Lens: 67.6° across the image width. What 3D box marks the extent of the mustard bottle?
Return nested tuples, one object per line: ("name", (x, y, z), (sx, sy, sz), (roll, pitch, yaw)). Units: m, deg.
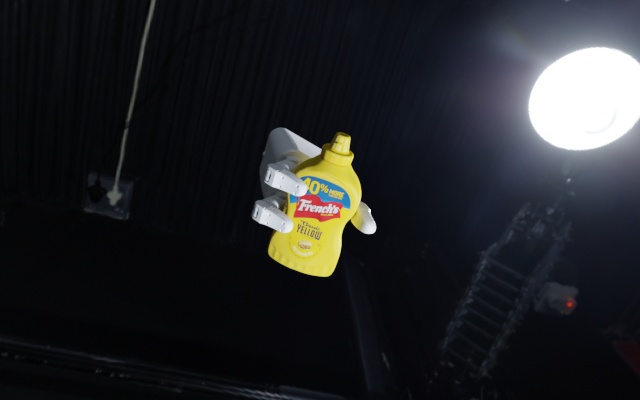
("mustard bottle", (0.000, 0.002, 0.625), (0.096, 0.192, 0.058), (21, 23, 4))
